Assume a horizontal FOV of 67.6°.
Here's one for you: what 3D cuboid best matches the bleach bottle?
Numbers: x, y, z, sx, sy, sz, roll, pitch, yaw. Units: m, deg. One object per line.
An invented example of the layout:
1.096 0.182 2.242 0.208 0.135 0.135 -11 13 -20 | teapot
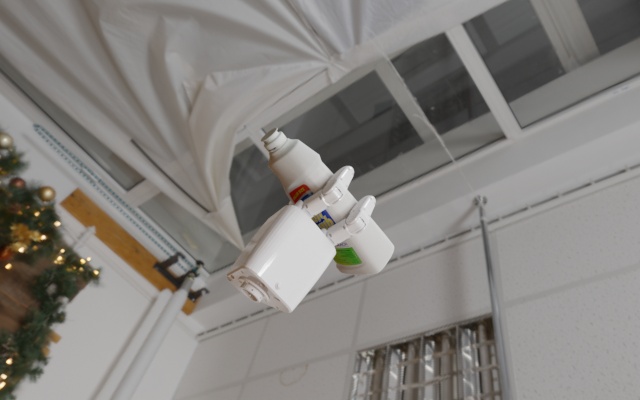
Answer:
0.000 0.002 0.687 0.102 0.251 0.068 -6 39 53 | bleach bottle
